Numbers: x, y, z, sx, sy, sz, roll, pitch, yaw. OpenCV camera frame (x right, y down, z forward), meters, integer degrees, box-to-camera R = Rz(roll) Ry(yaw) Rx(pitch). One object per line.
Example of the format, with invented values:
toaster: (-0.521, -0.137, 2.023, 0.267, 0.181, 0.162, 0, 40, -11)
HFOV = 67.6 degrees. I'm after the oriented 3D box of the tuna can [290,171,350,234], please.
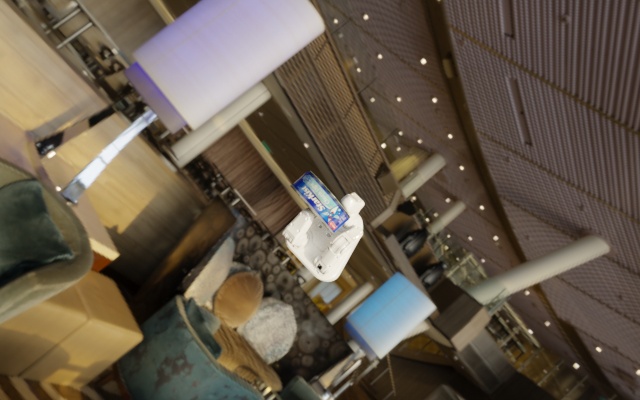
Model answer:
tuna can: (0.001, 0.002, 0.631, 0.034, 0.086, 0.086, -41, 1, -2)
